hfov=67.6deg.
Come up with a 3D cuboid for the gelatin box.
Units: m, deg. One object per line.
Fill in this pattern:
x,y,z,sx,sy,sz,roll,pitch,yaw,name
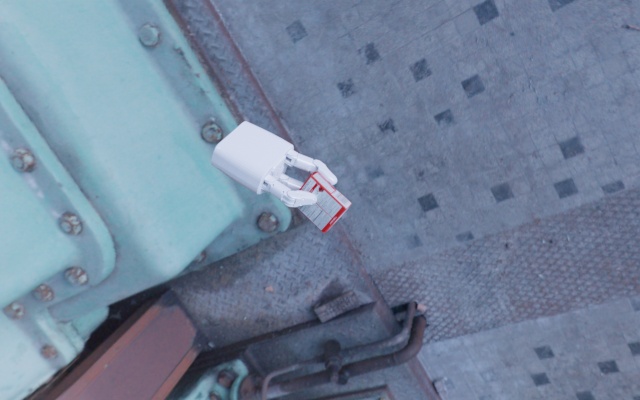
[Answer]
0.000,0.003,0.860,0.073,0.089,0.030,-50,-7,34,gelatin box
